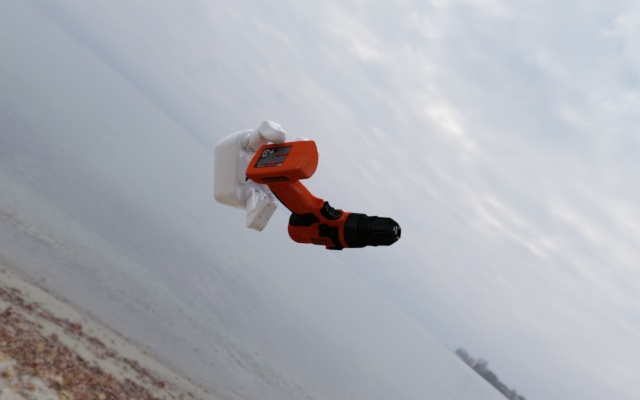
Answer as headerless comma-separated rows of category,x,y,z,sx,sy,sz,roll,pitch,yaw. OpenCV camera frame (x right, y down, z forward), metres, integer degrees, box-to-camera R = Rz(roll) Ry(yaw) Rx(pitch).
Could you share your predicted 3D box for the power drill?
power drill,0.000,0.002,0.651,0.184,0.057,0.188,-2,-41,35
